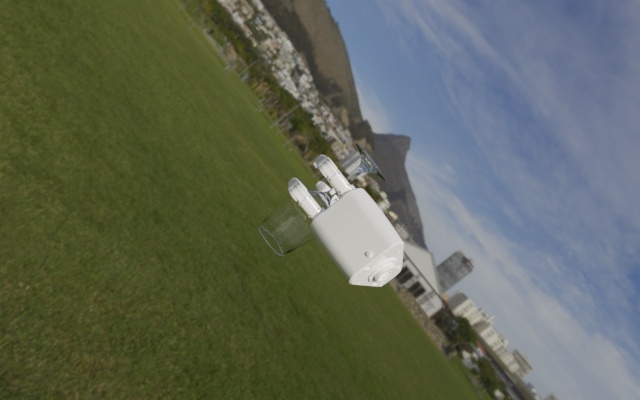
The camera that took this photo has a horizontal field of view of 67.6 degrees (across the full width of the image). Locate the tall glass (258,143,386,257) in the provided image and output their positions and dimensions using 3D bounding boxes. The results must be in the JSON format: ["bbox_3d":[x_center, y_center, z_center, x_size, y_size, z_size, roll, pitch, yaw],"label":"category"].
[{"bbox_3d":[0.001,0.002,0.740,0.201,0.079,0.079,-38,-2,3],"label":"tall glass"}]
